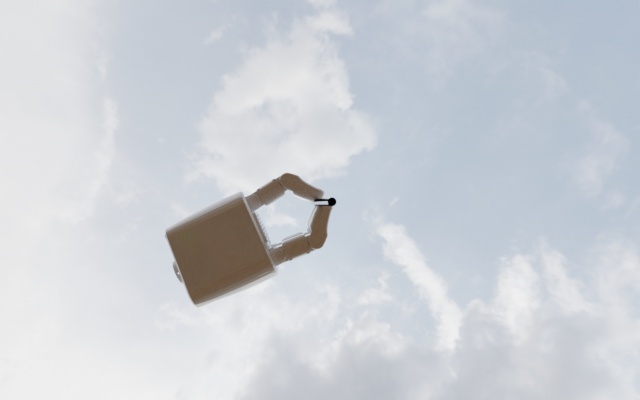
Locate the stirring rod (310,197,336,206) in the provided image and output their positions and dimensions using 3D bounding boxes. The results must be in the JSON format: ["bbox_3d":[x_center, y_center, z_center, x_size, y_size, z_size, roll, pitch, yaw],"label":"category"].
[{"bbox_3d":[0.000,0.002,0.545,0.011,0.011,0.239,0,0,-5],"label":"stirring rod"}]
